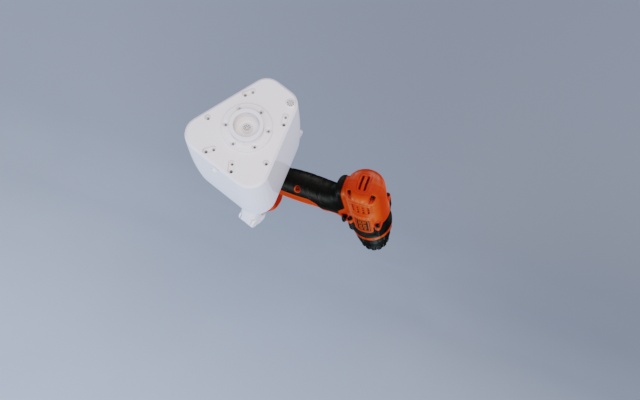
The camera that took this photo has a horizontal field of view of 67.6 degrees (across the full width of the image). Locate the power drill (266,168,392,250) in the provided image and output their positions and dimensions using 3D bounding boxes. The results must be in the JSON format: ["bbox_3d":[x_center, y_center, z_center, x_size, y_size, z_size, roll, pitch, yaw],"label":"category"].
[{"bbox_3d":[0.000,0.002,0.611,0.187,0.057,0.184,13,-23,16],"label":"power drill"}]
